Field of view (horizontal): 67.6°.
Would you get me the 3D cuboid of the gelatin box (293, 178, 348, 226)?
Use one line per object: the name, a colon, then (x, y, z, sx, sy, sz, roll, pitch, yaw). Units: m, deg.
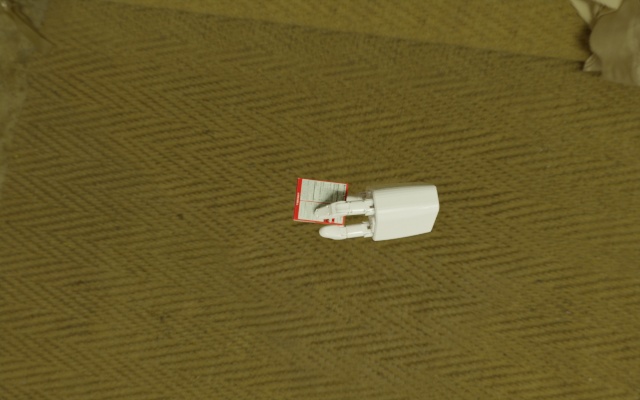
gelatin box: (0.000, 0.003, 0.821, 0.089, 0.073, 0.030, 6, -4, -5)
